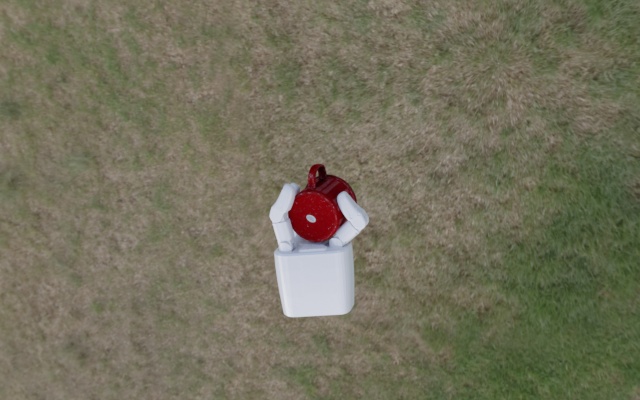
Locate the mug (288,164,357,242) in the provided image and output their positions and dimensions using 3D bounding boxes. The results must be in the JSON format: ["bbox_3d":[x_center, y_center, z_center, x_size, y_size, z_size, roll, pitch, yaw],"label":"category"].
[{"bbox_3d":[0.000,0.001,0.731,0.093,0.117,0.081,1,16,20],"label":"mug"}]
